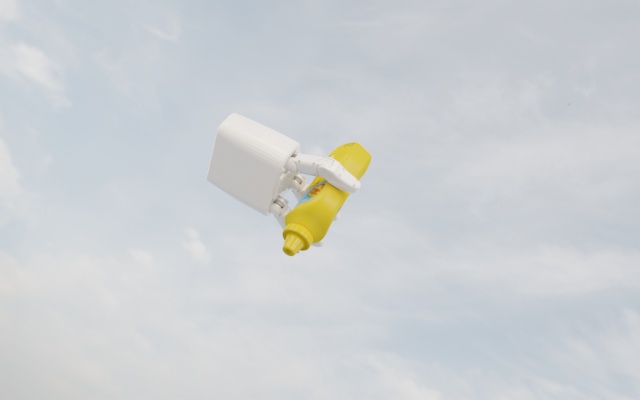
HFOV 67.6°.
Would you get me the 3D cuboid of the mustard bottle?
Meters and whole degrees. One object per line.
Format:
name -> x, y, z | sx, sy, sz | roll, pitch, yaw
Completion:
mustard bottle -> 0.000, 0.002, 0.665 | 0.096, 0.058, 0.191 | -34, 17, 50
